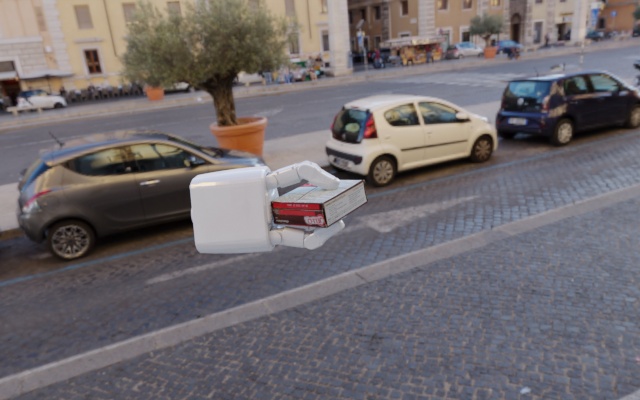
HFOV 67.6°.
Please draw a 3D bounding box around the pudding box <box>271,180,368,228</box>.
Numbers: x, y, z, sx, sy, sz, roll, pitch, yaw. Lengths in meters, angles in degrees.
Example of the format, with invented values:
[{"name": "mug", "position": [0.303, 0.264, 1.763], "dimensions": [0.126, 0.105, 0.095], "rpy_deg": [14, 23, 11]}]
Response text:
[{"name": "pudding box", "position": [0.000, 0.002, 0.665], "dimensions": [0.090, 0.039, 0.113], "rpy_deg": [3, 21, 35]}]
